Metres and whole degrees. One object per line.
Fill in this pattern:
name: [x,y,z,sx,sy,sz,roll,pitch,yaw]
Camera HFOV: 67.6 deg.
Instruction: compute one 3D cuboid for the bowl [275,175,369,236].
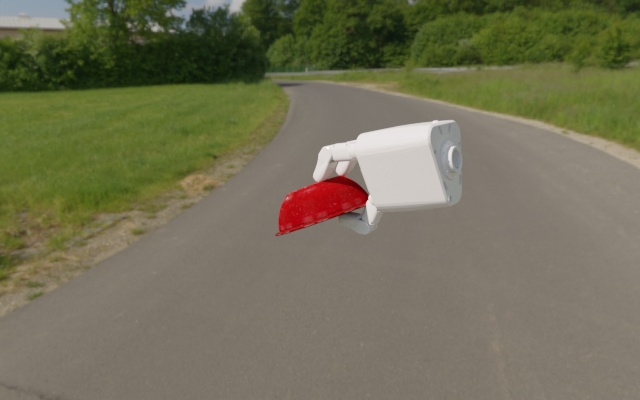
bowl: [-0.001,0.002,0.724,0.162,0.055,0.162,-20,-1,0]
